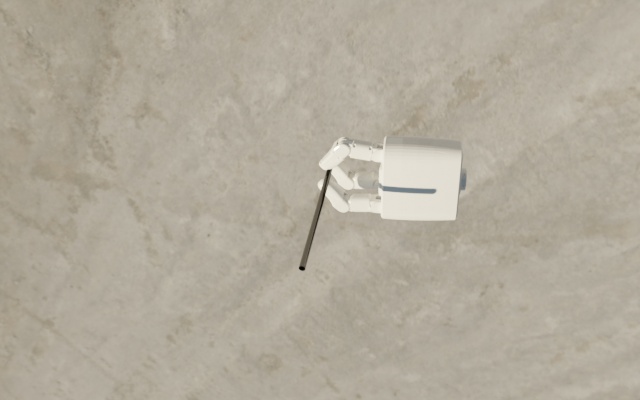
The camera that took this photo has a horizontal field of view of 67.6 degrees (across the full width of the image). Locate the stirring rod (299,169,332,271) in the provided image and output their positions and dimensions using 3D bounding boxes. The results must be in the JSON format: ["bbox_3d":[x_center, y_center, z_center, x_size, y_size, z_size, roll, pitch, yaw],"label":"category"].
[{"bbox_3d":[0.000,0.002,0.638,0.011,0.011,0.239,0,39,13],"label":"stirring rod"}]
